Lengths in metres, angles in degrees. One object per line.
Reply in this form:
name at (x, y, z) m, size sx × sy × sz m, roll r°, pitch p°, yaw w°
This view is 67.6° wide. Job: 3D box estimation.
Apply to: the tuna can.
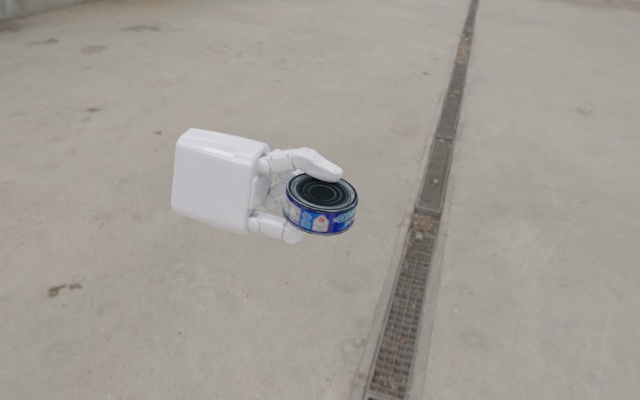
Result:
tuna can at (0.000, 0.001, 0.553) m, size 0.086 × 0.034 × 0.086 m, roll 8°, pitch 33°, yaw -5°
